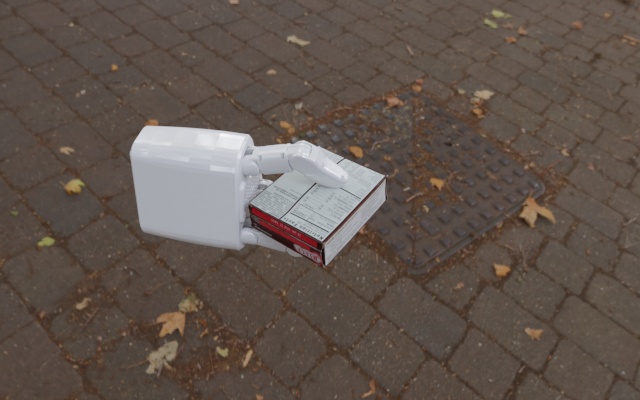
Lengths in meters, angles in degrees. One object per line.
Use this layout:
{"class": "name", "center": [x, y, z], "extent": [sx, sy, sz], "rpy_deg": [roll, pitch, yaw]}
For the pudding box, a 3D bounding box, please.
{"class": "pudding box", "center": [0.000, 0.001, 0.465], "extent": [0.090, 0.039, 0.113], "rpy_deg": [27, 53, 26]}
